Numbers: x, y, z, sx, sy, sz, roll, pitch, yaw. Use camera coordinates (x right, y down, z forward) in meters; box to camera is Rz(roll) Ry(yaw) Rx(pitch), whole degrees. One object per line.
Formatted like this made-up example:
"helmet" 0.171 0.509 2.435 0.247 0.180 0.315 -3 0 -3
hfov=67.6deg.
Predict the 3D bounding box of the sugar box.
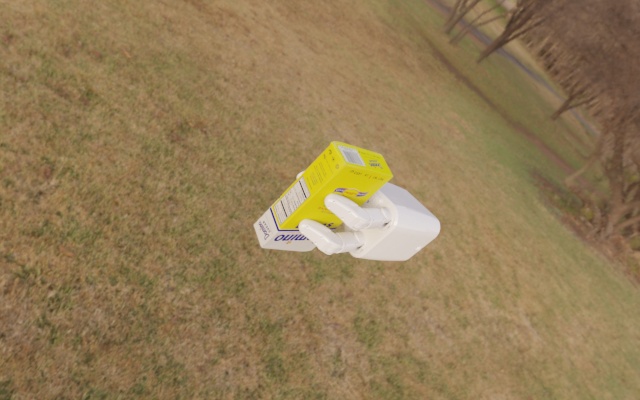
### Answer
"sugar box" 0.000 0.002 0.621 0.093 0.048 0.176 10 -46 -43
